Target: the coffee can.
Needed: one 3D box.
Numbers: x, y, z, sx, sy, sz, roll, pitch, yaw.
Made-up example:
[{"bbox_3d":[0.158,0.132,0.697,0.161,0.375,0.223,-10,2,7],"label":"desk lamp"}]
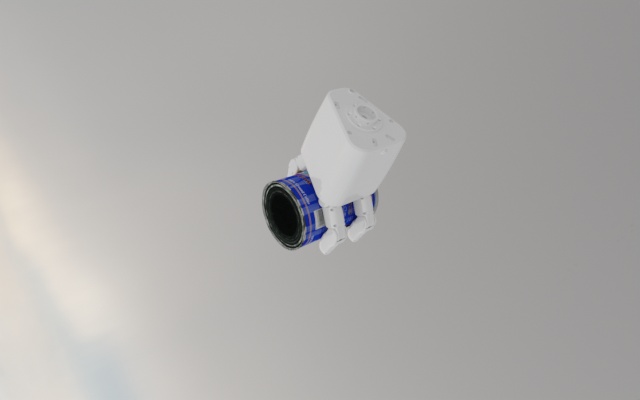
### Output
[{"bbox_3d":[0.000,0.002,0.703,0.140,0.103,0.103,-20,12,-35],"label":"coffee can"}]
